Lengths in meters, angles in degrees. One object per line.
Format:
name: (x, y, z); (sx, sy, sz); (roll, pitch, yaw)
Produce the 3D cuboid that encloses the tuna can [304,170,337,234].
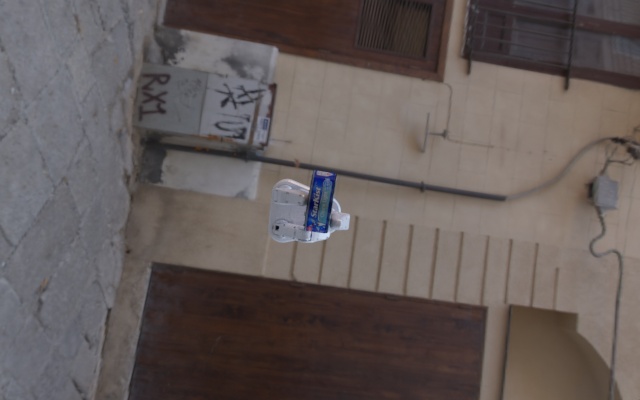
tuna can: (0.001, 0.002, 0.659); (0.034, 0.086, 0.086); (9, 0, 1)
